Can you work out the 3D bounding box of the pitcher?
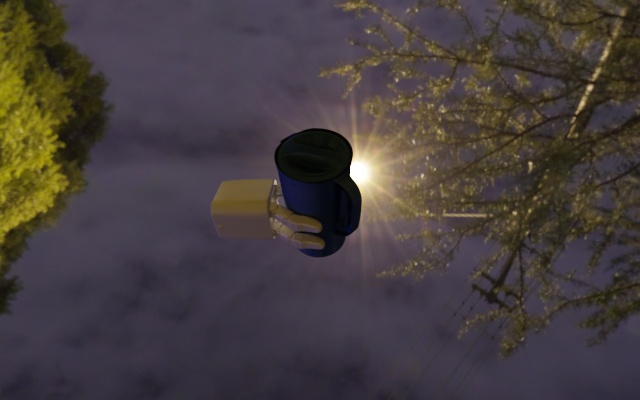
[{"bbox_3d":[0.000,0.003,0.880,0.145,0.149,0.243,-1,-41,3],"label":"pitcher"}]
